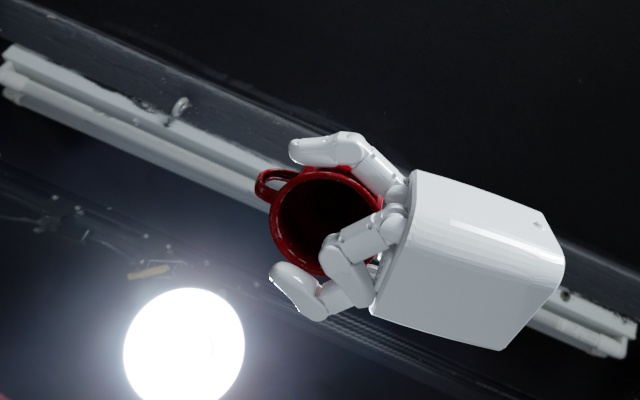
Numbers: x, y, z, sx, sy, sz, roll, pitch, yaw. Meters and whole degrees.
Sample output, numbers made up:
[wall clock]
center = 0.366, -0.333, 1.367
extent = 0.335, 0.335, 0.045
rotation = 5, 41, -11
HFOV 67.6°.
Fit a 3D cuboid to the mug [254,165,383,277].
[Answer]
[mug]
center = -0.001, 0.001, 0.414
extent = 0.117, 0.093, 0.081
rotation = 19, 26, 4
